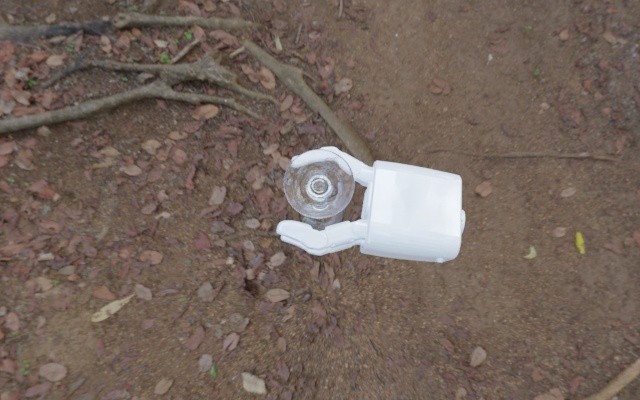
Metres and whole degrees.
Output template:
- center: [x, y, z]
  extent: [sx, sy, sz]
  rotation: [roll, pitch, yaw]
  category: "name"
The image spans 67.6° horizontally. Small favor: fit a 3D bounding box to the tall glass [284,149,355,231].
- center: [0.000, 0.002, 0.594]
  extent: [0.079, 0.079, 0.201]
  rotation: [0, -11, 0]
  category: "tall glass"
